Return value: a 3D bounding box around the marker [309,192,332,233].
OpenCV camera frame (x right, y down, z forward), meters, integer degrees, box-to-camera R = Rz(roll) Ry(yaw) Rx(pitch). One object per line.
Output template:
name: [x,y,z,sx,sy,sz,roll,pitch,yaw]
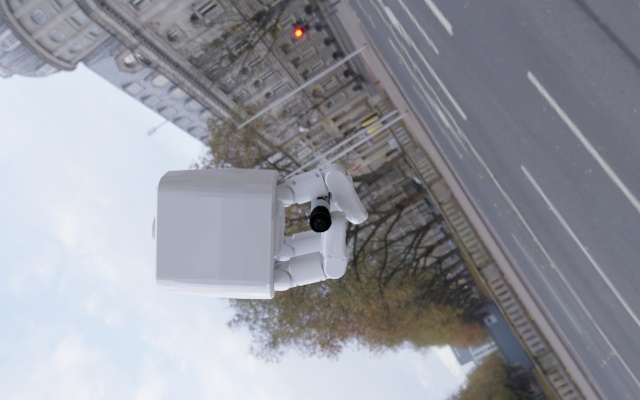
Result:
marker: [0.000,0.001,0.444,0.020,0.020,0.121,0,18,1]
